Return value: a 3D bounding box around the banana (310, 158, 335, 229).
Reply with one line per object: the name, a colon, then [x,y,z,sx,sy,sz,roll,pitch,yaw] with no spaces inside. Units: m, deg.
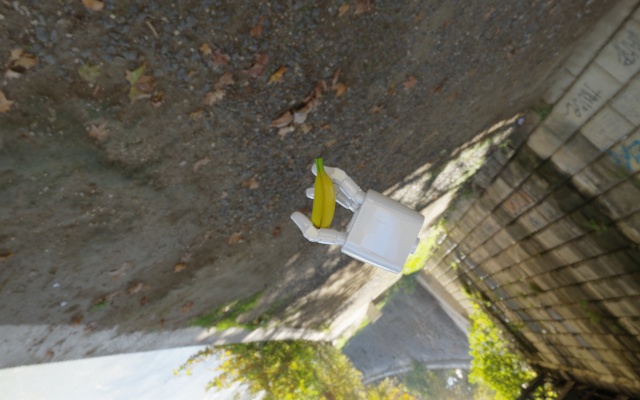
banana: [0.001,0.016,0.819,0.037,0.069,0.198,1,-37,-7]
